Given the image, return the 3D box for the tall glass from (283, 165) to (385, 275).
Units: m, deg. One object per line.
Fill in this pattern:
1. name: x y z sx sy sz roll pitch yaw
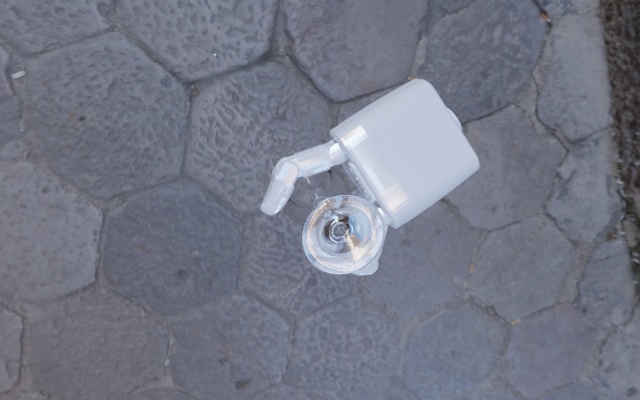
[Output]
1. tall glass: 0.000 0.002 0.503 0.079 0.079 0.201 0 17 -13
